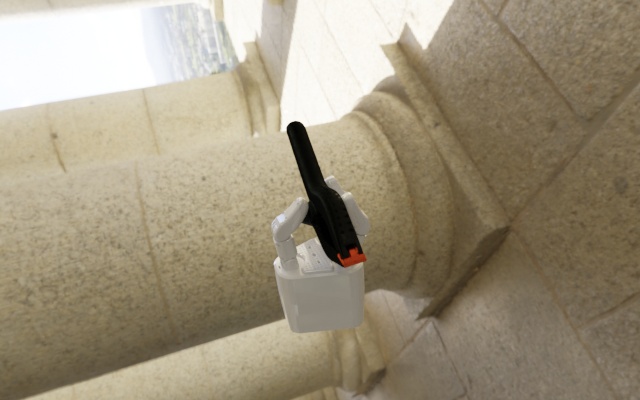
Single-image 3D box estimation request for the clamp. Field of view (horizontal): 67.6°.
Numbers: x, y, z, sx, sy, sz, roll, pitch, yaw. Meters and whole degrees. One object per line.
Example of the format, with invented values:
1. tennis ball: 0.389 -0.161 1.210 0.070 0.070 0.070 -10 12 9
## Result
1. clamp: 0.000 0.003 0.598 0.036 0.165 0.210 -16 32 -14
